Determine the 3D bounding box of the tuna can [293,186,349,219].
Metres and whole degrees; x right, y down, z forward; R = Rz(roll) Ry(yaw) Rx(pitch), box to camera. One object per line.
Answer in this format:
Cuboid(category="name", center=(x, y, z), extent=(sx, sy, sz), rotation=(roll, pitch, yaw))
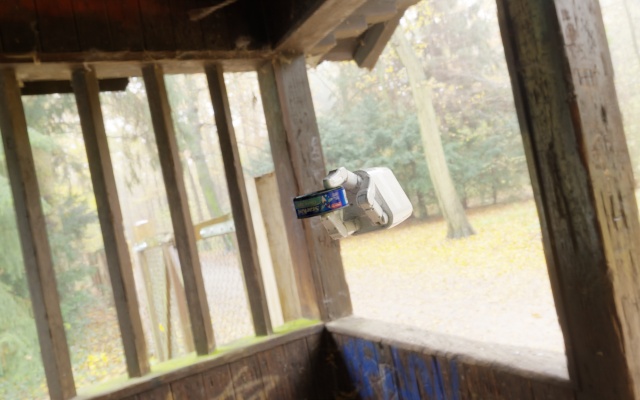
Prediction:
Cuboid(category="tuna can", center=(0.000, 0.002, 0.763), extent=(0.086, 0.034, 0.086), rotation=(-14, 4, 1))
